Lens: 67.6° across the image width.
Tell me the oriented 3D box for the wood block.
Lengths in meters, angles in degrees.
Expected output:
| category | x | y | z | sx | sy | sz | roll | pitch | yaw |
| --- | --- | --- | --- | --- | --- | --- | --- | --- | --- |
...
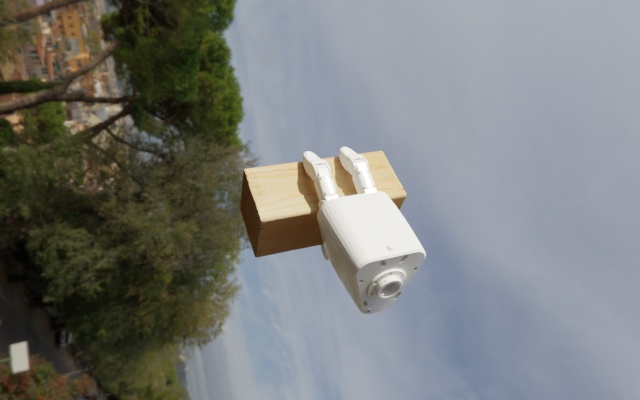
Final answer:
| category | x | y | z | sx | sy | sz | roll | pitch | yaw |
| --- | --- | --- | --- | --- | --- | --- | --- | --- | --- |
| wood block | 0.000 | 0.003 | 0.670 | 0.206 | 0.090 | 0.091 | -9 | -36 | -21 |
